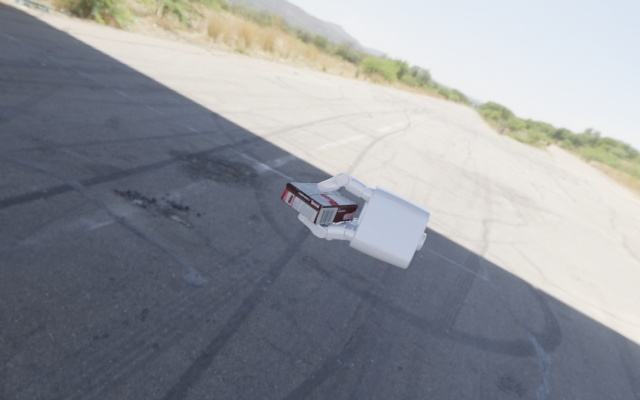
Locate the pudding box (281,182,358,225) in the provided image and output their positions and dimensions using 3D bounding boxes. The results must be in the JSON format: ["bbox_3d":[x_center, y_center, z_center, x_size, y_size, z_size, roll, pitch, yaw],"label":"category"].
[{"bbox_3d":[0.000,0.003,0.850,0.090,0.039,0.113,34,20,32],"label":"pudding box"}]
